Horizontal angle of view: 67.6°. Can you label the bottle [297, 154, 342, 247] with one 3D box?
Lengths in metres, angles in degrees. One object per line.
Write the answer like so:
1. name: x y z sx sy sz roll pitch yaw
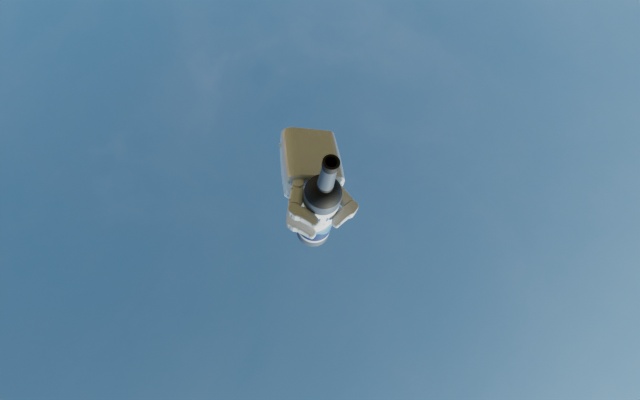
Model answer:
1. bottle: 0.000 0.003 0.846 0.069 0.069 0.296 0 -24 -7
